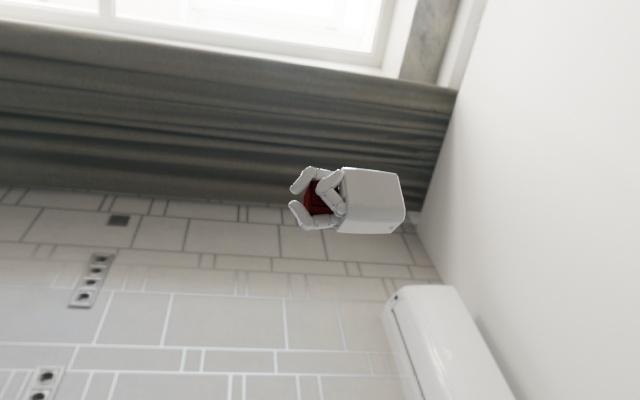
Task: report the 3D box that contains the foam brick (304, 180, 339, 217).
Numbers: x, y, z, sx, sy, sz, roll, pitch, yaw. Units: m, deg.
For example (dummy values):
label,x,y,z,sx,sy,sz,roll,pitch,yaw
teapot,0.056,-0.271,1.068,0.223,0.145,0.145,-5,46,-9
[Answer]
label,x,y,z,sx,sy,sz,roll,pitch,yaw
foam brick,0.000,0.003,0.878,0.051,0.053,0.078,3,-23,-11
